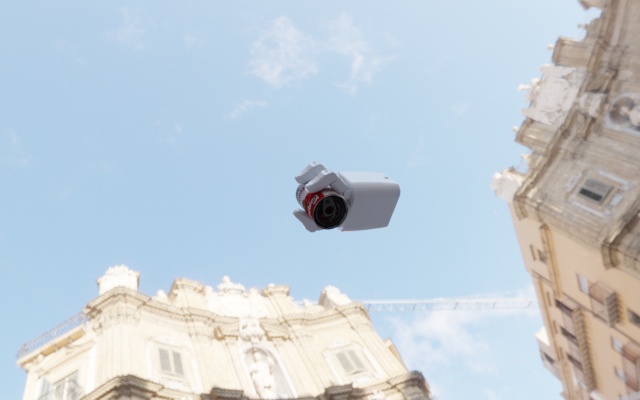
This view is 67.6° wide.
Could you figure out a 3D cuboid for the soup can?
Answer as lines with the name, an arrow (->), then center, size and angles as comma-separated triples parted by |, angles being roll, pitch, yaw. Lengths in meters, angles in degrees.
soup can -> 0.000, 0.003, 0.894 | 0.068, 0.068, 0.102 | 0, 22, -23
